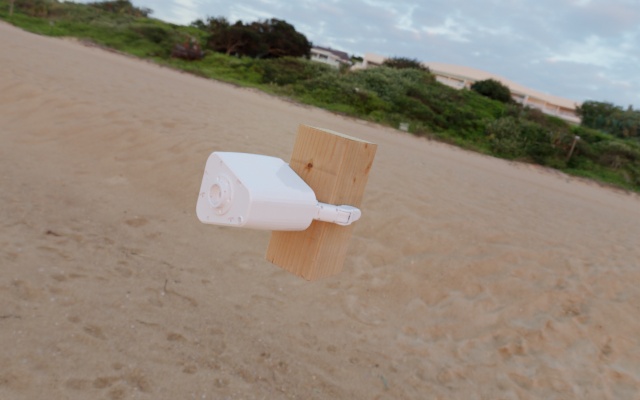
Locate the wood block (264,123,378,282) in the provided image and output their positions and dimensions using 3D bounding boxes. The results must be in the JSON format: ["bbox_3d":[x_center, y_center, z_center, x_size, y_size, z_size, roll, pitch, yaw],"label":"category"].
[{"bbox_3d":[0.000,0.002,0.704,0.091,0.206,0.090,22,12,30],"label":"wood block"}]
